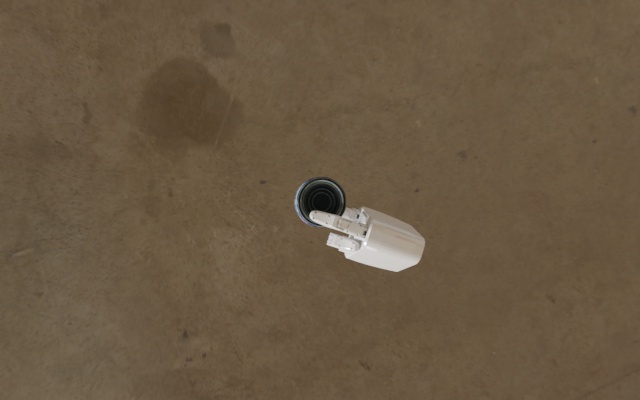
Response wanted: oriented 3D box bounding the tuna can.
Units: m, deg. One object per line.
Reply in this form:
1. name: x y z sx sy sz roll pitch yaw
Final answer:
1. tuna can: 0.000 0.003 0.807 0.086 0.086 0.034 0 0 -9
